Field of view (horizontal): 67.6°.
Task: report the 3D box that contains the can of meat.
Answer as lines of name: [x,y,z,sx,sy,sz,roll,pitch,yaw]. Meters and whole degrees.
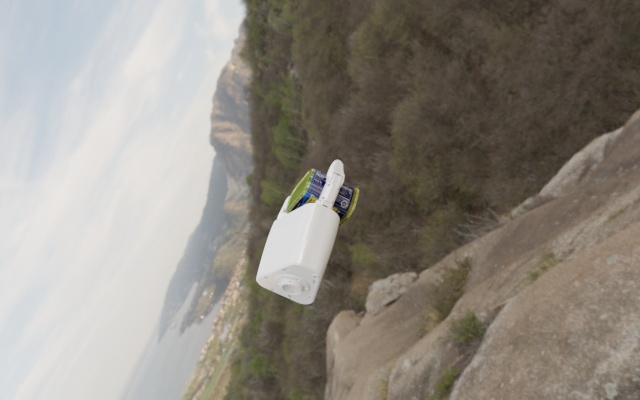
can of meat: [0.000,0.002,0.771,0.084,0.057,0.102,26,-35,-12]
